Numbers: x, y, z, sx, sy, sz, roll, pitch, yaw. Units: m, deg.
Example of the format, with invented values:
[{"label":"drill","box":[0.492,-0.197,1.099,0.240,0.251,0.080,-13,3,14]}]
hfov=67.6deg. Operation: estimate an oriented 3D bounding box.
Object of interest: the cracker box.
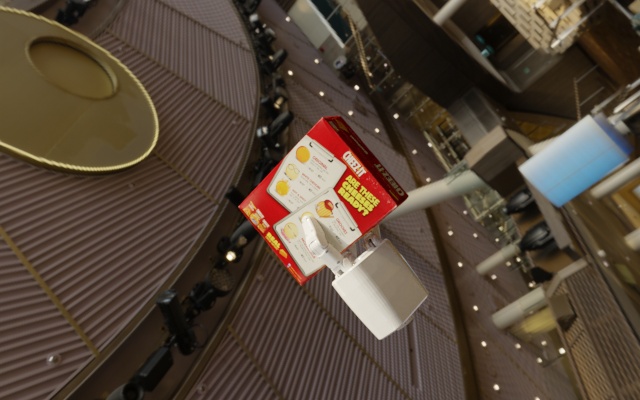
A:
[{"label":"cracker box","box":[0.000,0.003,0.730,0.214,0.164,0.072,-43,-7,29]}]
